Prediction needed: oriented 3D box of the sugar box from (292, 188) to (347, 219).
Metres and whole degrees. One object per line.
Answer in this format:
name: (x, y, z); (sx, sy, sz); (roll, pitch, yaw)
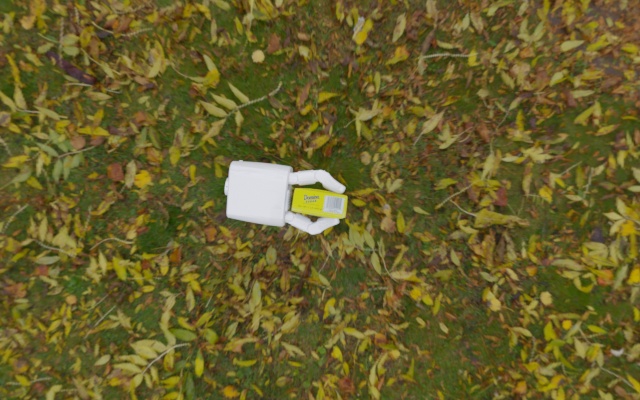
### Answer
sugar box: (0.000, 0.002, 0.889); (0.093, 0.048, 0.176); (9, 4, 0)
